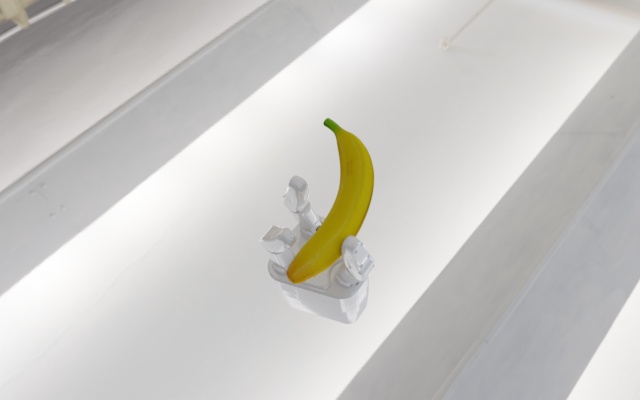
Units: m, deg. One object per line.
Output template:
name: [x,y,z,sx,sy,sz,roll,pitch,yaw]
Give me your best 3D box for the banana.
banana: [0.019,0.001,0.508,0.069,0.197,0.037,8,-29,9]
